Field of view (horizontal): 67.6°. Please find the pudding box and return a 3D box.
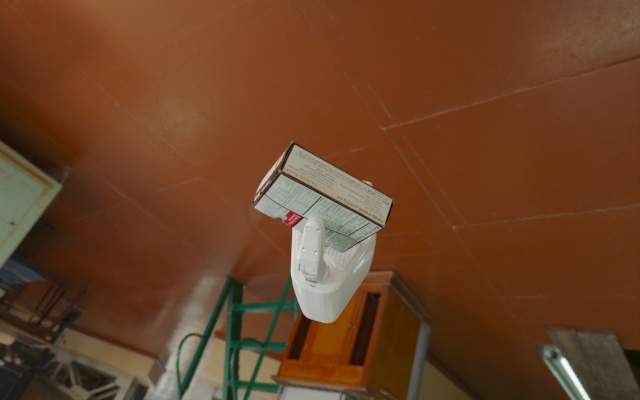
[{"bbox_3d":[0.000,0.002,0.461,0.113,0.039,0.090,27,-30,-13],"label":"pudding box"}]
